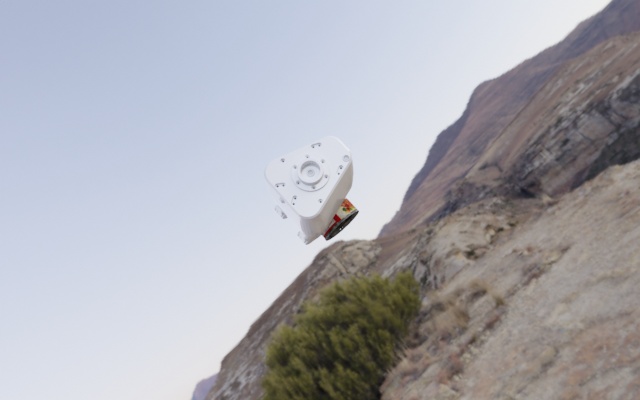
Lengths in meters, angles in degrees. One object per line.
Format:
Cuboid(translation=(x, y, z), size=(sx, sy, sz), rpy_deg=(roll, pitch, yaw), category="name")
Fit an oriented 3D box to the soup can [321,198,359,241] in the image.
Cuboid(translation=(0.000, 0.002, 0.733), size=(0.068, 0.102, 0.068), rpy_deg=(-41, -12, -11), category="soup can")
